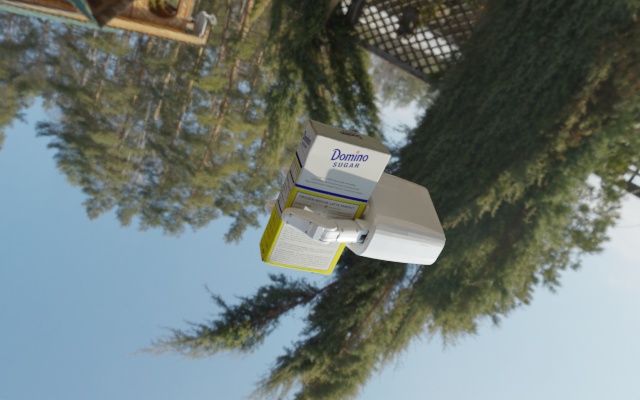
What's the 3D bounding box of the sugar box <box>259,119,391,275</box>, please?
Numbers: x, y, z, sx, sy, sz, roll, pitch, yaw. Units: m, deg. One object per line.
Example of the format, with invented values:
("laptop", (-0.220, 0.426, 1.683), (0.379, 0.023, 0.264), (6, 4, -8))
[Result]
("sugar box", (0.000, 0.002, 0.553), (0.093, 0.176, 0.048), (13, 27, -23))
